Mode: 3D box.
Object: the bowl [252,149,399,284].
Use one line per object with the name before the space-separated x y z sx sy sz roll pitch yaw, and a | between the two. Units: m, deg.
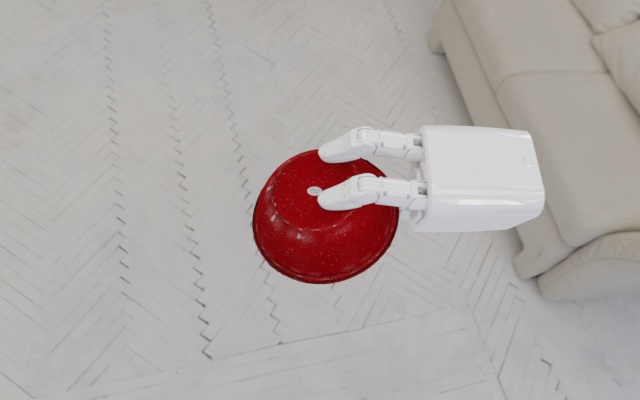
bowl | -0.001 0.002 0.496 0.162 0.162 0.055 0 -29 11
